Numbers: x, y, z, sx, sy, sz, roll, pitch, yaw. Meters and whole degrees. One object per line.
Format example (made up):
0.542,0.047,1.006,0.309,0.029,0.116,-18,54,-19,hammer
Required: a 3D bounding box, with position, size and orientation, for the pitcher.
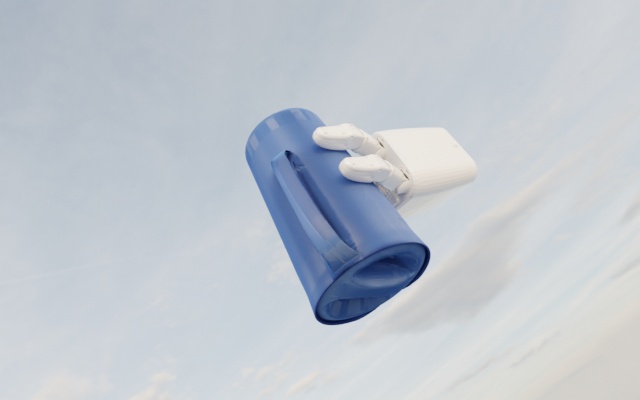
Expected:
0.000,0.002,0.533,0.145,0.242,0.149,-11,-39,-28,pitcher
